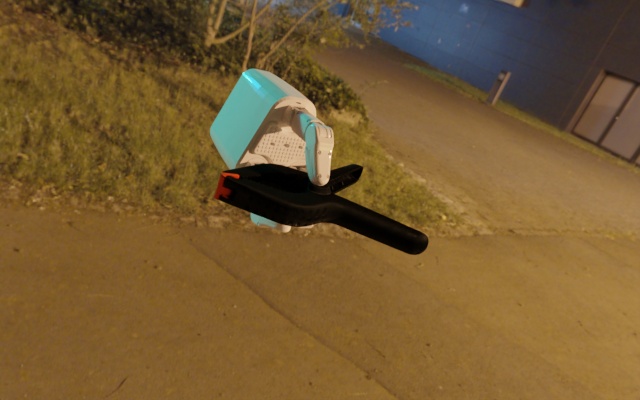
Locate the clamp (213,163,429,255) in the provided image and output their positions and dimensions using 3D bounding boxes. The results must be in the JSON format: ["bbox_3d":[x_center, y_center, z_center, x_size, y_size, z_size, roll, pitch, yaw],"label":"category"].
[{"bbox_3d":[0.000,0.001,0.485,0.210,0.036,0.164,3,30,-35],"label":"clamp"}]
